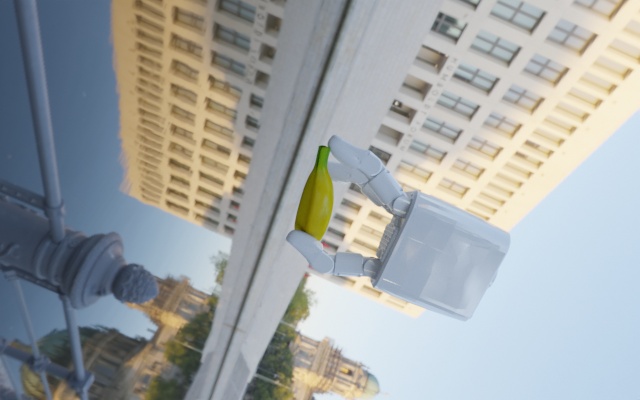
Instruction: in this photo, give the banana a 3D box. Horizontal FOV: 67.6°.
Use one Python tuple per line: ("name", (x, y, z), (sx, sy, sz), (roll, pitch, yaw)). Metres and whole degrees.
("banana", (-0.006, 0.016, 0.546), (0.037, 0.069, 0.198), (21, -25, 2))
